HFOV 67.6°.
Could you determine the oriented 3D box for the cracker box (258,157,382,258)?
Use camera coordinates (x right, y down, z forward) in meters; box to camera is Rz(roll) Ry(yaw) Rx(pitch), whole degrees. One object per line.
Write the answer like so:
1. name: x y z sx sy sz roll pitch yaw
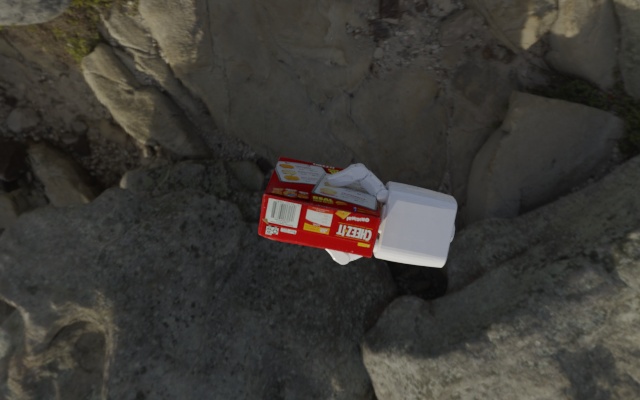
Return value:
1. cracker box: 0.000 0.002 0.745 0.164 0.072 0.213 11 19 -3
